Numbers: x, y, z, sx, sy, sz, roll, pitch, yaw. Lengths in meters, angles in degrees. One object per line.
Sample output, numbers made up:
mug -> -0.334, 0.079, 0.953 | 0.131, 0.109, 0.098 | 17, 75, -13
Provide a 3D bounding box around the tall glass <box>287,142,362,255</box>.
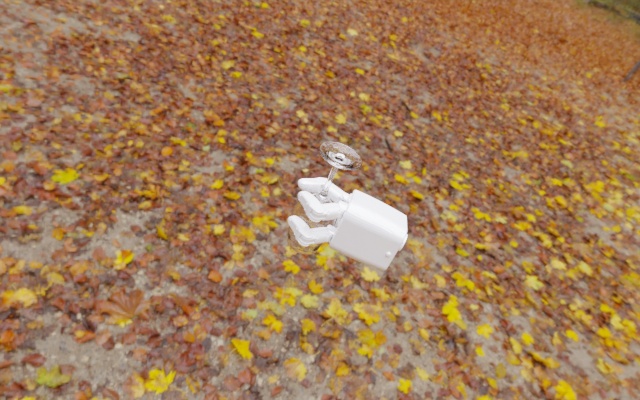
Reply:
tall glass -> 0.000, 0.002, 0.818 | 0.079, 0.201, 0.079 | 16, 36, -12
